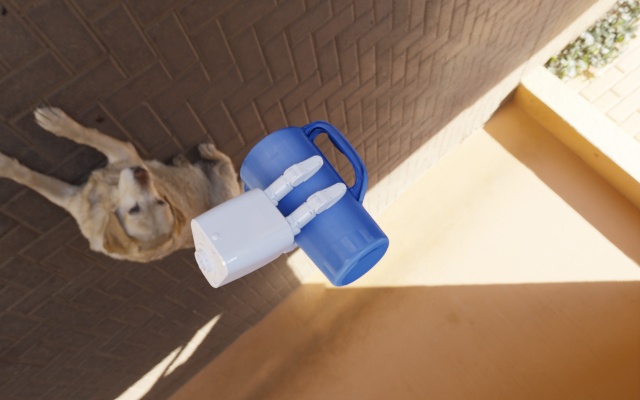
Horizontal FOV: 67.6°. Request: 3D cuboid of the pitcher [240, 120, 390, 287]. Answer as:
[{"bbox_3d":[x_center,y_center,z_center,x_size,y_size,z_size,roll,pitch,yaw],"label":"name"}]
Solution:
[{"bbox_3d":[0.000,0.003,0.738,0.145,0.242,0.149,-25,-26,-32],"label":"pitcher"}]
